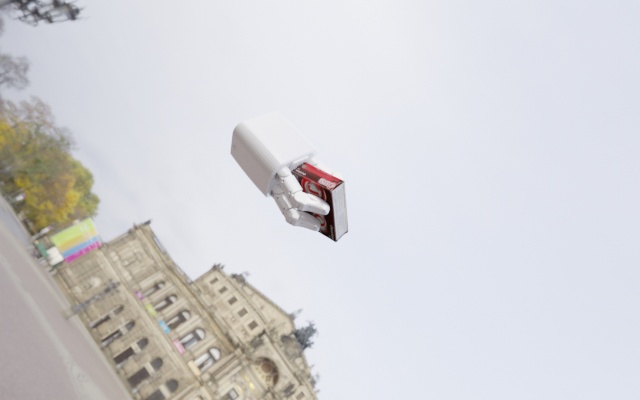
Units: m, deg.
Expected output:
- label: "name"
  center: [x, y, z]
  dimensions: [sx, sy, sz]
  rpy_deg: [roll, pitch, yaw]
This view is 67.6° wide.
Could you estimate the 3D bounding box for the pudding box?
- label: "pudding box"
  center: [0.000, 0.002, 0.790]
  dimensions: [0.090, 0.114, 0.039]
  rpy_deg: [29, 53, 36]
